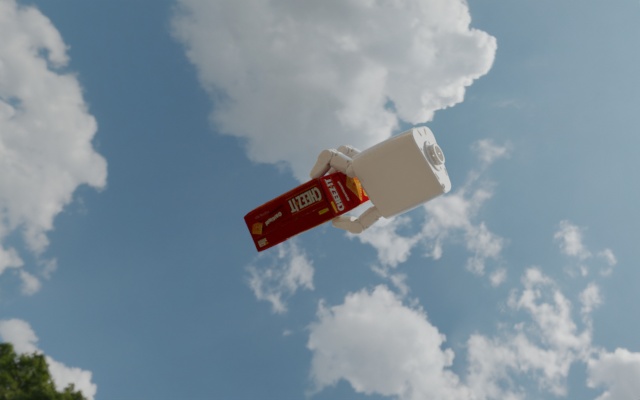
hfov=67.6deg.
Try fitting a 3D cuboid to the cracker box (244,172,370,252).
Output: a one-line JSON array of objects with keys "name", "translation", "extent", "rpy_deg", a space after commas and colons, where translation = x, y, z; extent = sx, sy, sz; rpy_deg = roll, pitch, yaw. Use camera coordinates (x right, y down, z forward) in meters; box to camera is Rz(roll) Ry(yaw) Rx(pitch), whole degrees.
[{"name": "cracker box", "translation": [0.000, 0.003, 0.807], "extent": [0.164, 0.072, 0.213], "rpy_deg": [-27, -3, 32]}]
